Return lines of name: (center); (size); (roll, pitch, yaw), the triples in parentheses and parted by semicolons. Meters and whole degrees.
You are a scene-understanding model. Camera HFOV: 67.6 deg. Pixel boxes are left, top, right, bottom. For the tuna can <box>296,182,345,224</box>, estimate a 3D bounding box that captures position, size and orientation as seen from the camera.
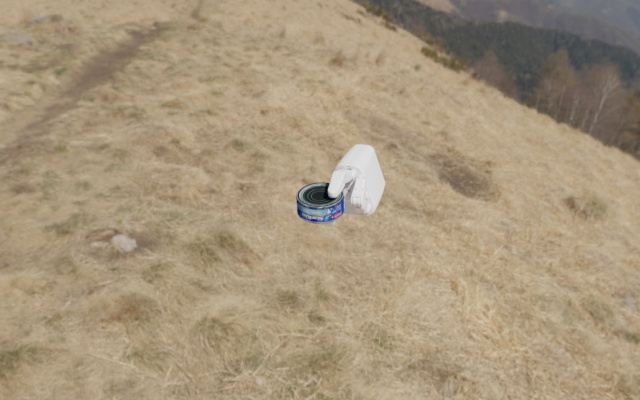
tuna can: (0.000, 0.002, 0.839); (0.086, 0.034, 0.086); (-2, 33, 1)
